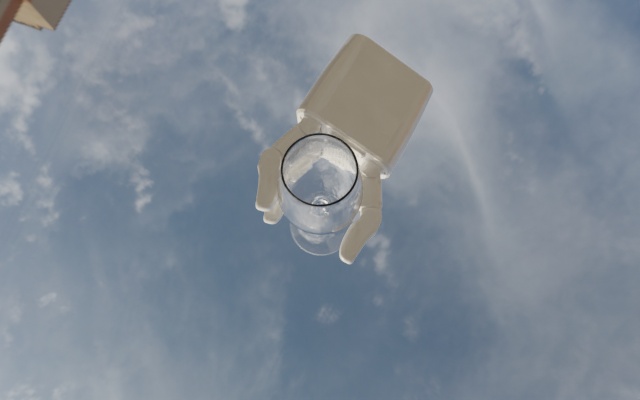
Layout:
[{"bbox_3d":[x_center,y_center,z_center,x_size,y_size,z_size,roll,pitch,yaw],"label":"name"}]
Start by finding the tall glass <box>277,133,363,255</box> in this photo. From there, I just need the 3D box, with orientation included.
[{"bbox_3d":[0.000,0.002,0.470,0.079,0.079,0.201,0,-15,0],"label":"tall glass"}]
